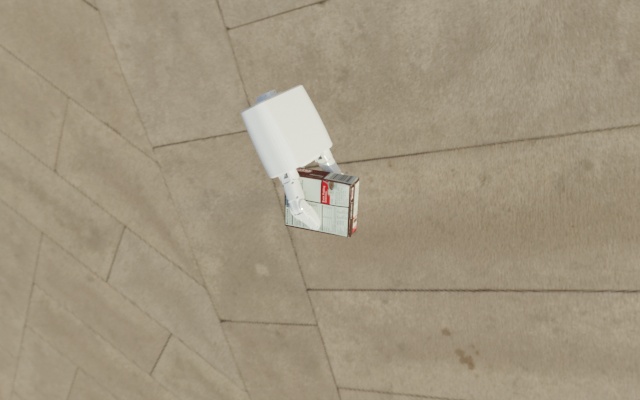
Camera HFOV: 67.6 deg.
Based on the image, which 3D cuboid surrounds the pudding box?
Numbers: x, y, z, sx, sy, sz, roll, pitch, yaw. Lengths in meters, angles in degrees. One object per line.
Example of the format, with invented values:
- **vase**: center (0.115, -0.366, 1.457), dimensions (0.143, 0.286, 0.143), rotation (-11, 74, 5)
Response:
- **pudding box**: center (0.000, 0.002, 0.734), dimensions (0.113, 0.090, 0.039), rotation (11, 25, 22)
